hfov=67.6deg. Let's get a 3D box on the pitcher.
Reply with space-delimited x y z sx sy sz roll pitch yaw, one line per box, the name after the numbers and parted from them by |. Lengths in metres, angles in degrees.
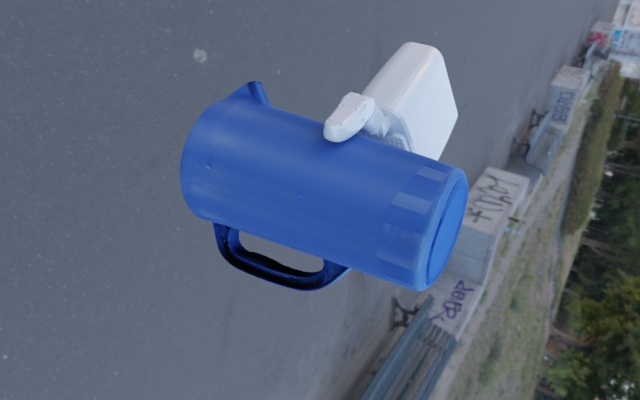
0.000 0.001 0.445 0.243 0.145 0.149 19 -30 26 | pitcher
